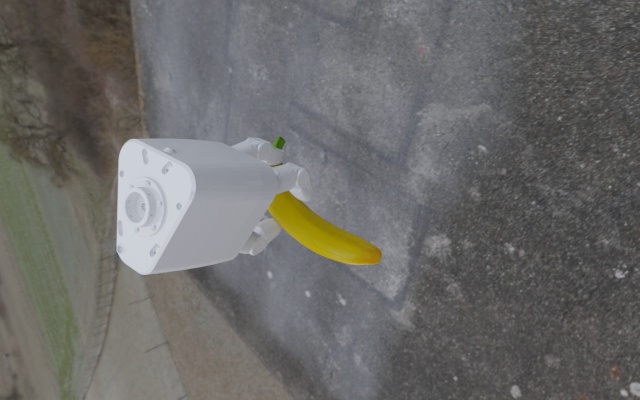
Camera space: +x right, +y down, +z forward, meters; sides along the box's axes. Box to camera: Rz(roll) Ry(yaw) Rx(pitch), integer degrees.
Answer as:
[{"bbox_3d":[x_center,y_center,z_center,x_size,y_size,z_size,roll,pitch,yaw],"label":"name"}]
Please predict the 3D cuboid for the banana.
[{"bbox_3d":[-0.016,0.011,0.550,0.069,0.197,0.037,-40,-16,1],"label":"banana"}]
